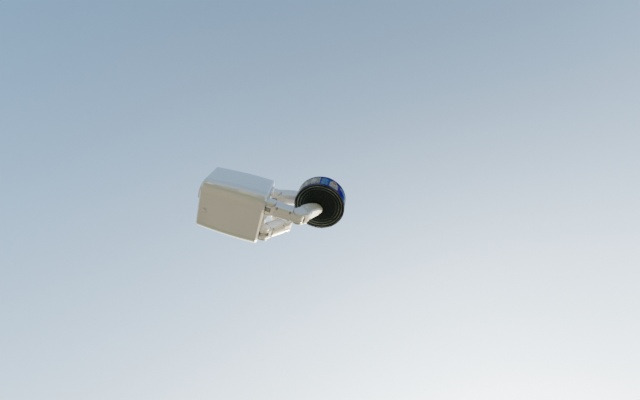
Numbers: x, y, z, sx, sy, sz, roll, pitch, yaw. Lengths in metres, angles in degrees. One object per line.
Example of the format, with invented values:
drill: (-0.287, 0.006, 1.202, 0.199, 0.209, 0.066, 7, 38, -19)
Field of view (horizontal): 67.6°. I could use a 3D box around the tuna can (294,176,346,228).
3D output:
tuna can: (0.000, 0.002, 0.816, 0.086, 0.086, 0.033, 0, 30, 10)
